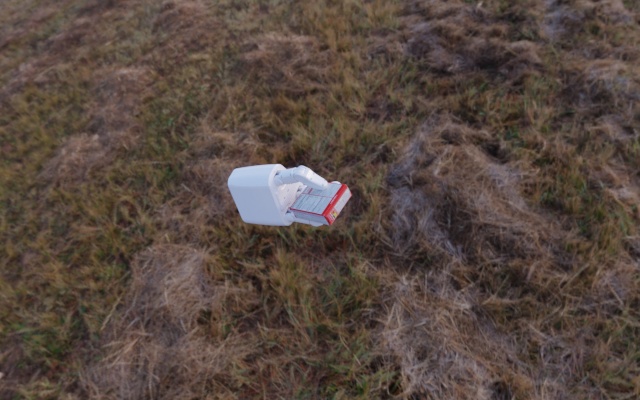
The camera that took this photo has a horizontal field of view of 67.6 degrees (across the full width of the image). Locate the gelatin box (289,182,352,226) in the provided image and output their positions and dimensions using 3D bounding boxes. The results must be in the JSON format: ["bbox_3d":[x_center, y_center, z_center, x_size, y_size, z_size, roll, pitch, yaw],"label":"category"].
[{"bbox_3d":[0.000,0.002,0.840,0.089,0.073,0.030,9,-37,43],"label":"gelatin box"}]
